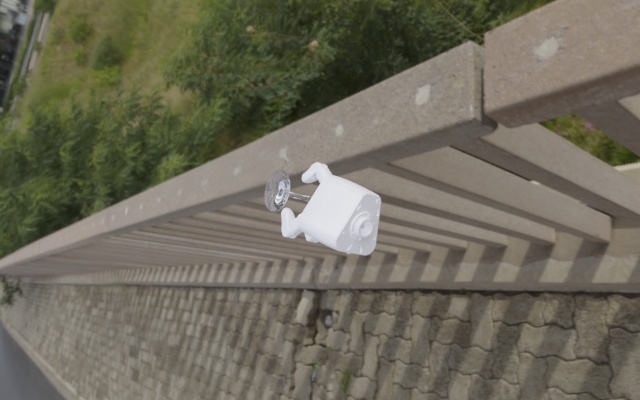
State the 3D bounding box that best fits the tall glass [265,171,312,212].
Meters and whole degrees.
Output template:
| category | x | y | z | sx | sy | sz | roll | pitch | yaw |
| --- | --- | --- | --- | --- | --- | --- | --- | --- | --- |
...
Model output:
| category | x | y | z | sx | sy | sz | roll | pitch | yaw |
| --- | --- | --- | --- | --- | --- | --- | --- | --- | --- |
| tall glass | 0.000 | 0.003 | 0.890 | 0.201 | 0.079 | 0.079 | 14 | -9 | -38 |
